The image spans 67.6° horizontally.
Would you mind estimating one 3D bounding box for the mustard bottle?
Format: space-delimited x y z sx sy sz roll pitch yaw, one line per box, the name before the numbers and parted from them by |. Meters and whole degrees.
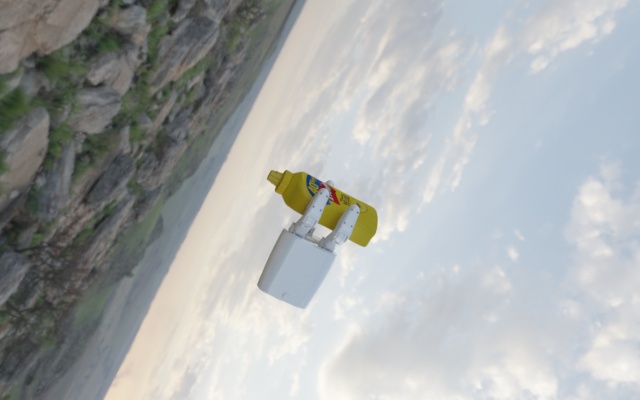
mustard bottle | 0.001 0.002 0.781 0.191 0.058 0.096 27 26 -12
